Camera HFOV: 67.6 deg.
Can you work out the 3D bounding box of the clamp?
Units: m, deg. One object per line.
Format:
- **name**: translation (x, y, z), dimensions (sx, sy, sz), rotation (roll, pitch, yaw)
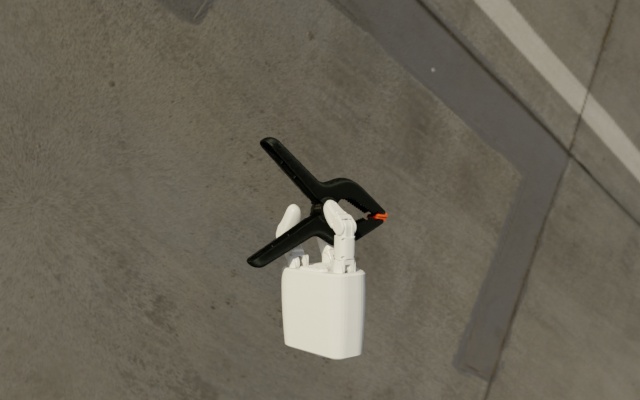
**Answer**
- **clamp**: translation (0.001, 0.002, 0.644), dimensions (0.210, 0.164, 0.036), rotation (0, 1, -31)
